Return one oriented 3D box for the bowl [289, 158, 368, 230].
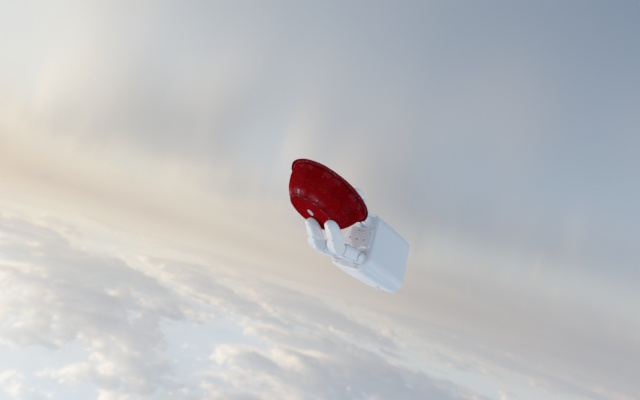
[{"bbox_3d":[-0.001,0.002,0.820,0.162,0.055,0.162,33,-21,15],"label":"bowl"}]
